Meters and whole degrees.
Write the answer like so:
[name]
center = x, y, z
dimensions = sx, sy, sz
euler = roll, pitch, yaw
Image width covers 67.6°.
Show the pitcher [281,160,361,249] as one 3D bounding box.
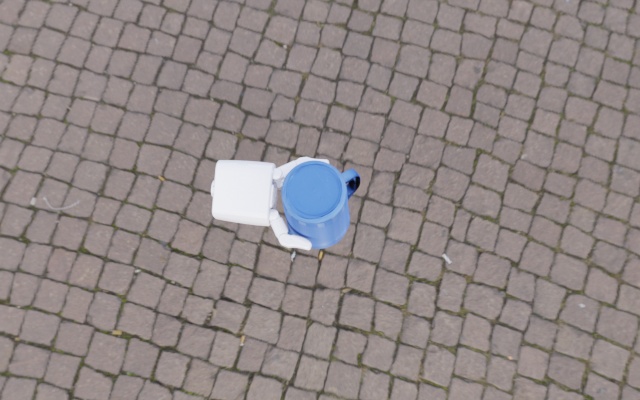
[pitcher]
center = 0.000, 0.003, 0.888
dimensions = 0.145, 0.149, 0.243
euler = 6, -12, 2
